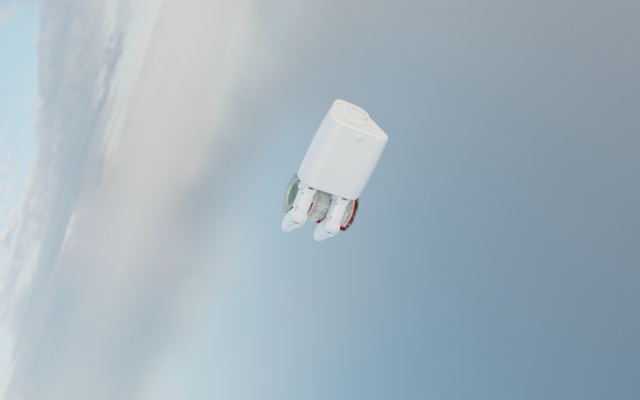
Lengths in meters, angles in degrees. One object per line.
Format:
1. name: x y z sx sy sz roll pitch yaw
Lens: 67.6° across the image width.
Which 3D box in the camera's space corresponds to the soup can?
1. soup can: 0.000 0.003 0.752 0.102 0.068 0.068 18 -6 -20
